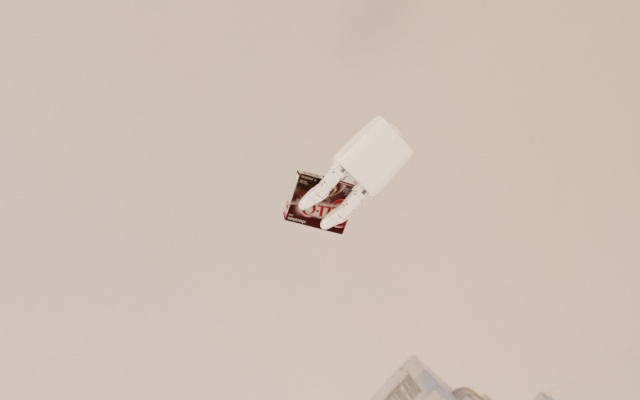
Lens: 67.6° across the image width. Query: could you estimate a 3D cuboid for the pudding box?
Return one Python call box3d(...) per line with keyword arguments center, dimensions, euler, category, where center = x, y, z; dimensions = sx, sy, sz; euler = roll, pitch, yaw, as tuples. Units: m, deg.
box3d(center=(0.000, 0.003, 0.846), dimensions=(0.113, 0.090, 0.039), euler=(15, 14, -13), category="pudding box")
